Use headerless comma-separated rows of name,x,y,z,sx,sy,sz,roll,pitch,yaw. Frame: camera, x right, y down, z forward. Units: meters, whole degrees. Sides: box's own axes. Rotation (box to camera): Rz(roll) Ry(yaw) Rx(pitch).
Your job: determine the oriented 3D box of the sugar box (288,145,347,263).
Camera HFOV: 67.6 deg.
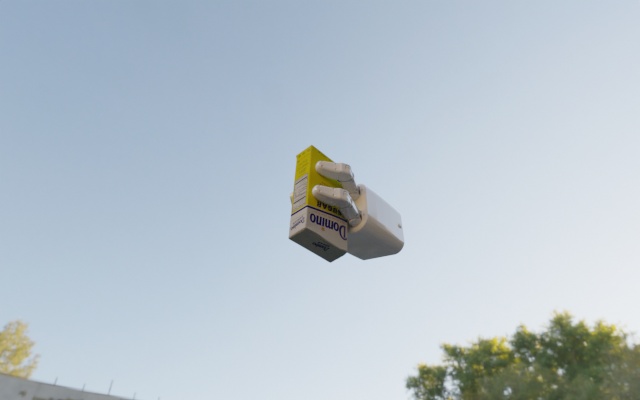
sugar box,0.001,0.002,0.771,0.093,0.176,0.048,33,-51,-32
